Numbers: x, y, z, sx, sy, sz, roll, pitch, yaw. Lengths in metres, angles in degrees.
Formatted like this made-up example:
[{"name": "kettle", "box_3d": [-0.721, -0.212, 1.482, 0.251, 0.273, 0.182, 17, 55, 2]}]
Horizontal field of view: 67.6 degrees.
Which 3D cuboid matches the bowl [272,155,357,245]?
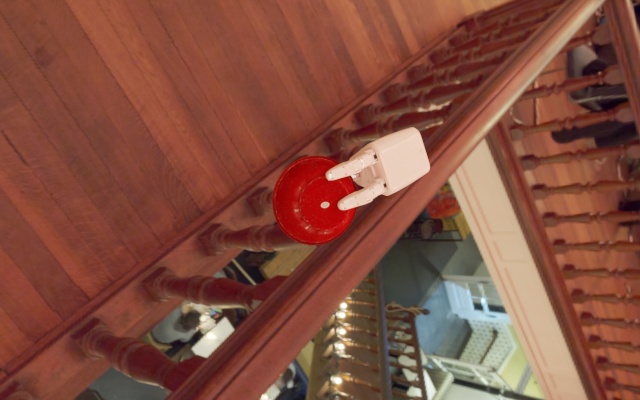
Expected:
[{"name": "bowl", "box_3d": [-0.001, 0.004, 0.831, 0.162, 0.162, 0.055, 0, 6, -19]}]
